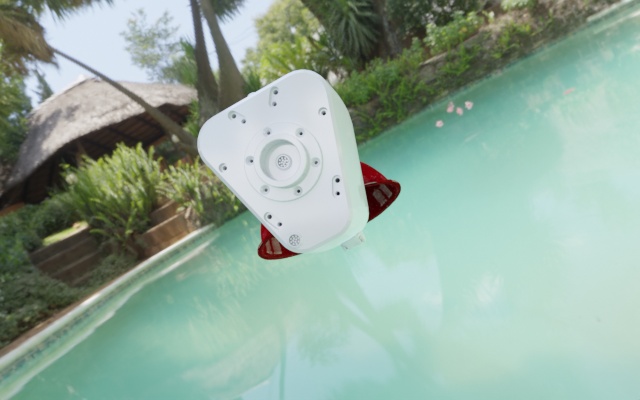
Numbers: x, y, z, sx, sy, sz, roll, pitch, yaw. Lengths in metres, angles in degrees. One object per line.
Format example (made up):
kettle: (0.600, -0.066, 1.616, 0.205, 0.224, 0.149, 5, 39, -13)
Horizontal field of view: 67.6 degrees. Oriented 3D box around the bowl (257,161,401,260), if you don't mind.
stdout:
bowl: (0.000, 0.002, 0.499, 0.162, 0.055, 0.162, -23, -18, -8)
